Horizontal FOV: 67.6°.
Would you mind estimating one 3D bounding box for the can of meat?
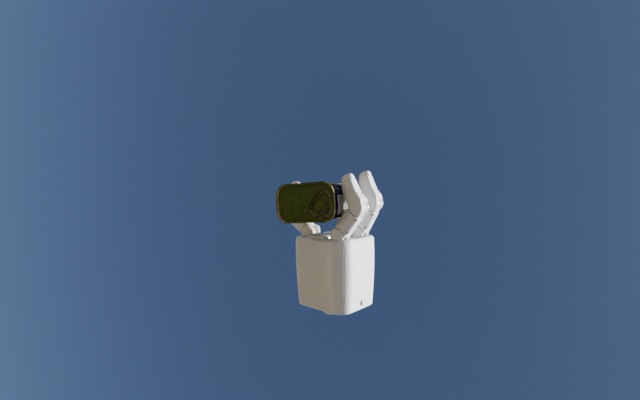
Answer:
[{"bbox_3d":[0.000,0.002,0.705,0.102,0.057,0.084,-3,0,34],"label":"can of meat"}]
